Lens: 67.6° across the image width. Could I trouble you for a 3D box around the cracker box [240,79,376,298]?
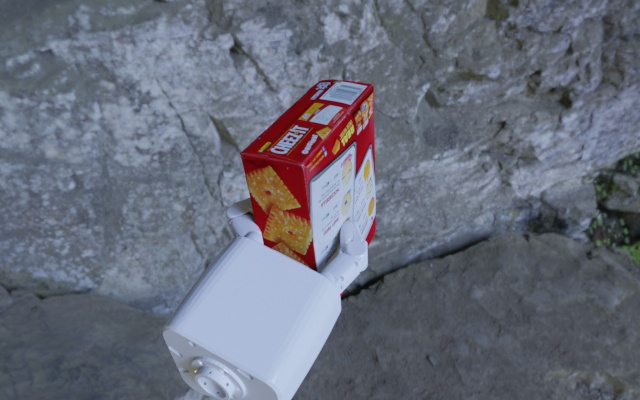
[{"bbox_3d":[0.000,0.002,0.514,0.072,0.214,0.164,13,42,22],"label":"cracker box"}]
